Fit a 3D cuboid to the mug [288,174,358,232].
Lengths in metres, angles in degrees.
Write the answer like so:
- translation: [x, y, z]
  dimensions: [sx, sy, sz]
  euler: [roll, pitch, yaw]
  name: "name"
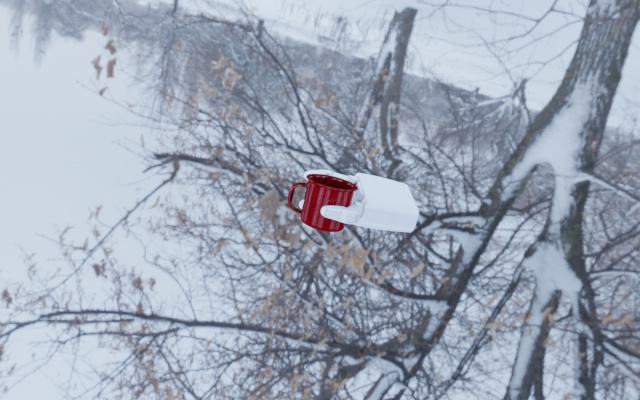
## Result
- translation: [-0.001, 0.003, 0.840]
  dimensions: [0.117, 0.081, 0.093]
  euler: [10, 15, -12]
  name: "mug"
